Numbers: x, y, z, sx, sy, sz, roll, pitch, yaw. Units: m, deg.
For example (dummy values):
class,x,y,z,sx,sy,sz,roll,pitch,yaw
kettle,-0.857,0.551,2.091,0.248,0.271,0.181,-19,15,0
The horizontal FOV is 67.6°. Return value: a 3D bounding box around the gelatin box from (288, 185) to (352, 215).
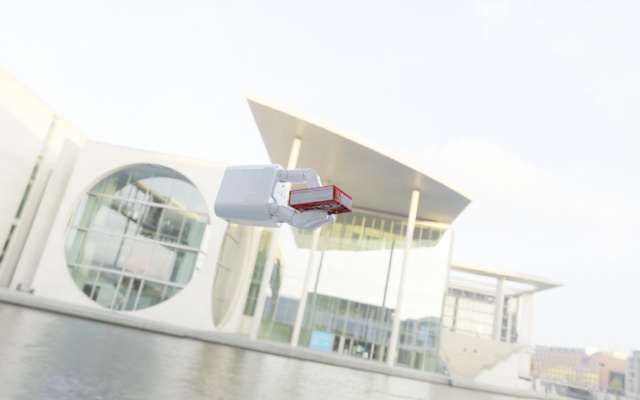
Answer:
class,x,y,z,sx,sy,sz,roll,pitch,yaw
gelatin box,0.000,0.002,0.820,0.089,0.030,0.073,-8,-21,26
